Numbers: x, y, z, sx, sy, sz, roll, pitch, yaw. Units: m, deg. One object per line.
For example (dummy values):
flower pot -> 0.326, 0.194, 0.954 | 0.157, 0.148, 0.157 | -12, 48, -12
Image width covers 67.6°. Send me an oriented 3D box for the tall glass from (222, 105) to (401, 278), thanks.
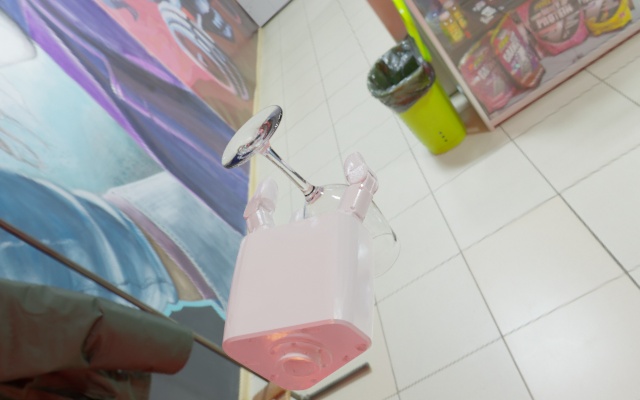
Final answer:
tall glass -> 0.000, 0.001, 0.477 | 0.201, 0.079, 0.079 | 43, -25, -30
